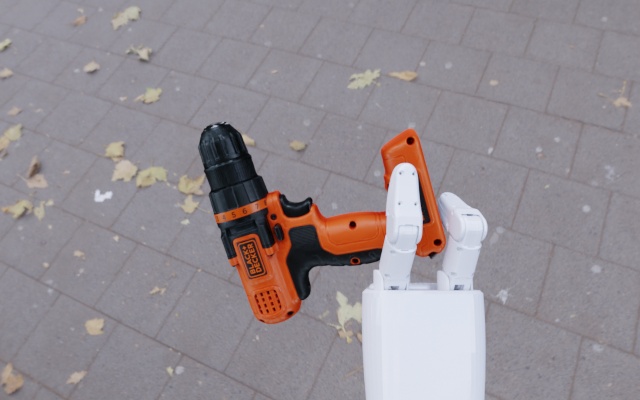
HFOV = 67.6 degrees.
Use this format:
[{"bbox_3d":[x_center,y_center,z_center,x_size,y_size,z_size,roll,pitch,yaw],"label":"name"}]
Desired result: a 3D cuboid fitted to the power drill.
[{"bbox_3d":[0.001,0.001,0.412,0.187,0.184,0.057,-16,9,11],"label":"power drill"}]
